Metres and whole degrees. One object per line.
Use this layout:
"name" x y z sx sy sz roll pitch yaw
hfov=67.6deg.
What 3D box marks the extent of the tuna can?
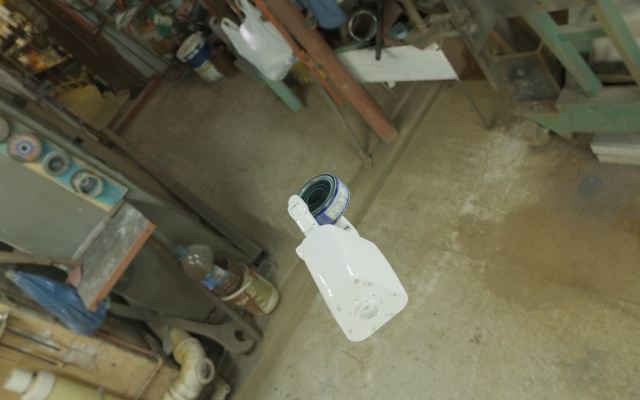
"tuna can" 0.000 0.002 0.703 0.086 0.086 0.034 0 -35 49
